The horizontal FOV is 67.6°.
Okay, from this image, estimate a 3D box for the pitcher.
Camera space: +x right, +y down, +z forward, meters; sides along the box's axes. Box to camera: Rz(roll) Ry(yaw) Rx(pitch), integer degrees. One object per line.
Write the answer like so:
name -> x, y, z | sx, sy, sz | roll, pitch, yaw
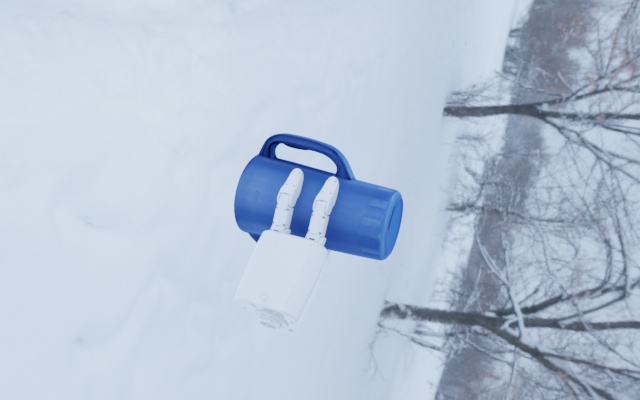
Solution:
pitcher -> 0.000, 0.003, 0.740 | 0.243, 0.145, 0.149 | 13, -31, 19
